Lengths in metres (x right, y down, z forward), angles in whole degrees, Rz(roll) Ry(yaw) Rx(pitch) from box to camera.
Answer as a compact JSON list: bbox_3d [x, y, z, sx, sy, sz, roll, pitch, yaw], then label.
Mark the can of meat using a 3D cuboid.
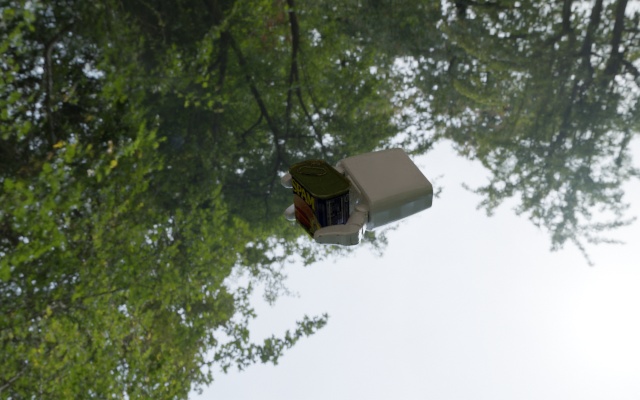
[{"bbox_3d":[0.000,0.003,0.662,0.057,0.084,0.102,-18,35,-22],"label":"can of meat"}]
